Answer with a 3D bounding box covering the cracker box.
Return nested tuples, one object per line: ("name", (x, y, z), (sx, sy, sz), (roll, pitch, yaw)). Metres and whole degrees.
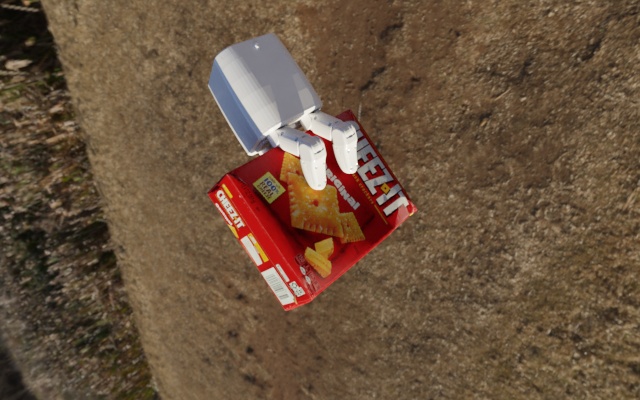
("cracker box", (0.000, 0.002, 0.581), (0.213, 0.164, 0.072), (-34, 1, -37))
